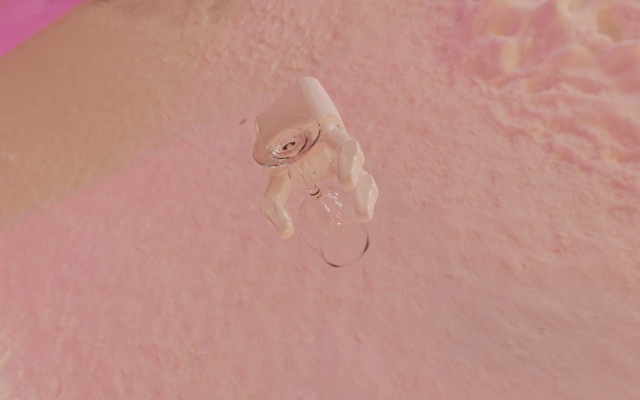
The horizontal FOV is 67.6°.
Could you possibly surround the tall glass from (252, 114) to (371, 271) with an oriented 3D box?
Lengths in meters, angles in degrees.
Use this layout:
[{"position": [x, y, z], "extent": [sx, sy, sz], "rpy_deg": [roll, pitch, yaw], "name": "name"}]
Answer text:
[{"position": [0.000, 0.001, 0.545], "extent": [0.079, 0.079, 0.201], "rpy_deg": [0, -40, 27], "name": "tall glass"}]
